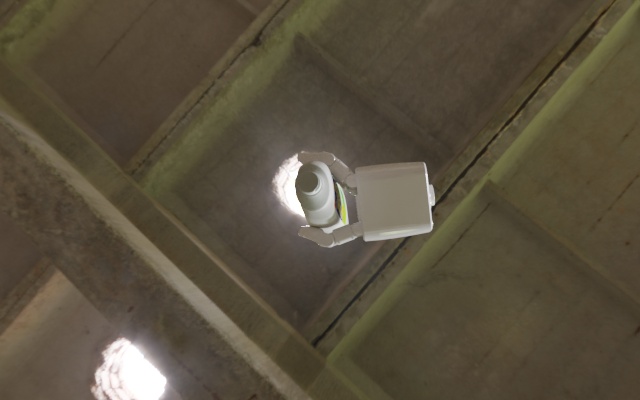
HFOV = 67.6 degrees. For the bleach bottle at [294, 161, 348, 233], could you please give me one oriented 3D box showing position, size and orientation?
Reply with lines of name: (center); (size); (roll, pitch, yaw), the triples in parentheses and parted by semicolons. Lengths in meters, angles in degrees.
bleach bottle: (0.000, 0.002, 0.749); (0.068, 0.102, 0.251); (-7, -9, 6)
